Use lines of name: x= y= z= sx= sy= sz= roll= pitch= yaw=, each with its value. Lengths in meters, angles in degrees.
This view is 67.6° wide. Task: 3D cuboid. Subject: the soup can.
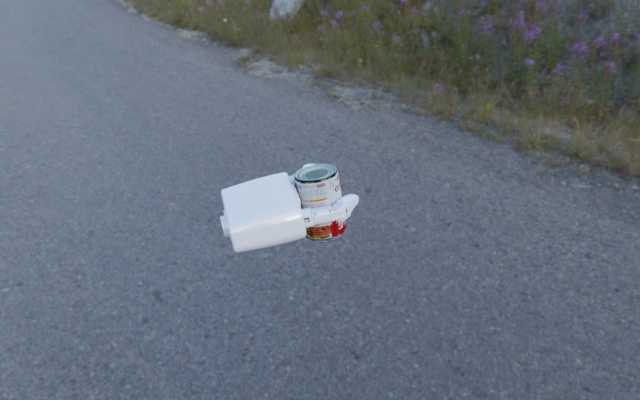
soup can: x=0.001 y=0.002 z=0.734 sx=0.068 sy=0.102 sz=0.068 roll=-8 pitch=25 yaw=4
